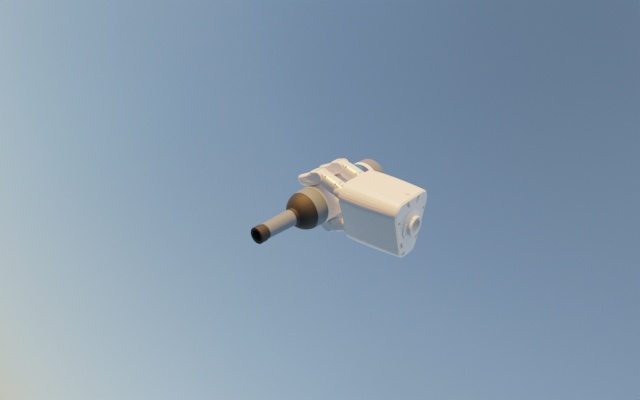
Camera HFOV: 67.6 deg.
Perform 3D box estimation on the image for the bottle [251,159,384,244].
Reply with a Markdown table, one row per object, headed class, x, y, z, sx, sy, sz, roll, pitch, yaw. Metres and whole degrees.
| class | x | y | z | sx | sy | sz | roll | pitch | yaw |
| --- | --- | --- | --- | --- | --- | --- | --- | --- | --- |
| bottle | 0.000 | 0.003 | 0.813 | 0.069 | 0.069 | 0.295 | 0 | 20 | 44 |
